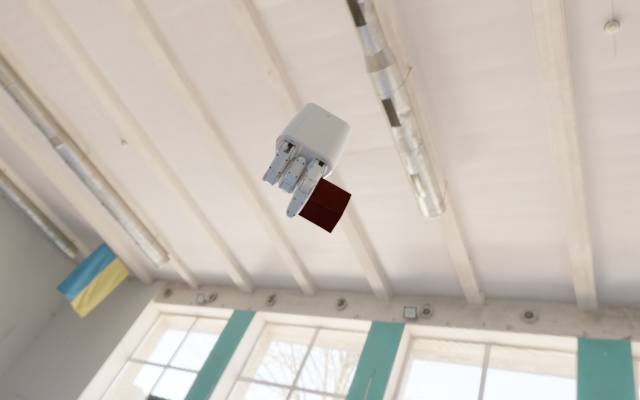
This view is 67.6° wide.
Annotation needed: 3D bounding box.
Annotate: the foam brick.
[{"bbox_3d":[0.000,0.003,0.743,0.078,0.051,0.053,30,-42,-2],"label":"foam brick"}]
